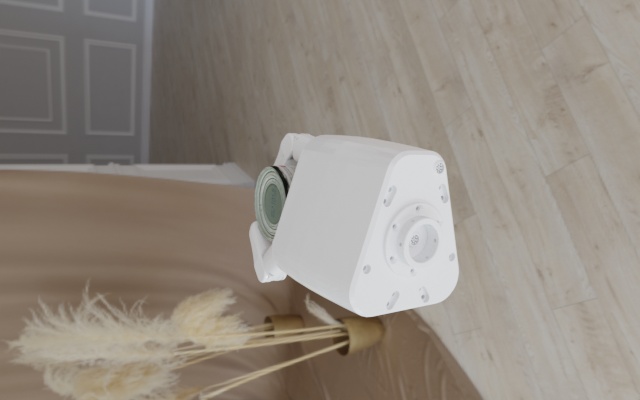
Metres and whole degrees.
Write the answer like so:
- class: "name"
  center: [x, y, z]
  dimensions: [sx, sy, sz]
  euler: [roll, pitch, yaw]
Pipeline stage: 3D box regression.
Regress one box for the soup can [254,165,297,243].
- class: "soup can"
  center: [0.000, 0.001, 0.431]
  dimensions: [0.102, 0.068, 0.068]
  euler: [-3, 1, -31]
